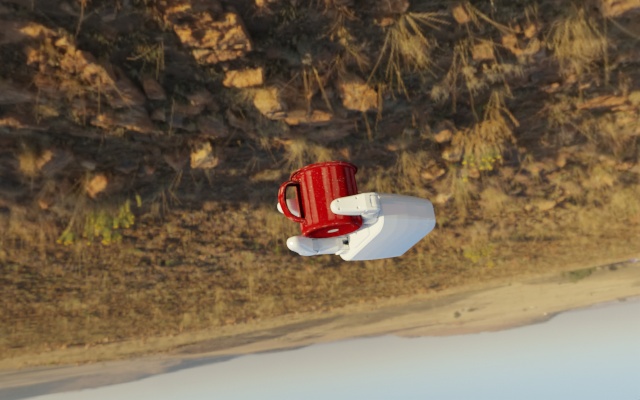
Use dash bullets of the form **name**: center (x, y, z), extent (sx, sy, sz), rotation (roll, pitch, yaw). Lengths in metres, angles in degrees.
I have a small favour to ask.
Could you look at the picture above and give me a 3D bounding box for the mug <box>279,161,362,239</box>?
- **mug**: center (-0.001, 0.002, 0.629), extent (0.117, 0.081, 0.093), rotation (2, -20, -32)
